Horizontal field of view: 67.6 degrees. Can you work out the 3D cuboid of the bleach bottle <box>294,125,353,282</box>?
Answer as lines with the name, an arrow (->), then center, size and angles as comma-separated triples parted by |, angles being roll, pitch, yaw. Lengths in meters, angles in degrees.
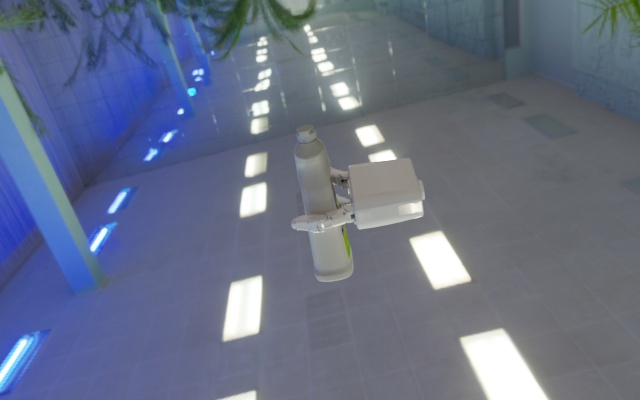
bleach bottle -> 0.000, 0.003, 0.783 | 0.068, 0.251, 0.102 | -10, 26, 5
